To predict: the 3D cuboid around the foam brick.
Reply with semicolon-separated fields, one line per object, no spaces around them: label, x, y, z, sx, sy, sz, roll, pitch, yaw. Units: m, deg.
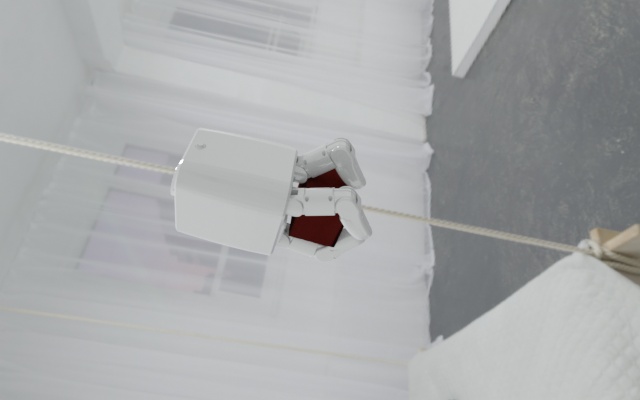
foam brick;0.000;0.002;0.517;0.051;0.053;0.078;16;37;-8
